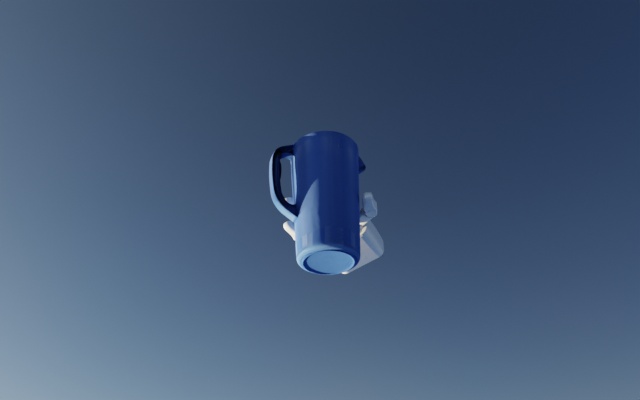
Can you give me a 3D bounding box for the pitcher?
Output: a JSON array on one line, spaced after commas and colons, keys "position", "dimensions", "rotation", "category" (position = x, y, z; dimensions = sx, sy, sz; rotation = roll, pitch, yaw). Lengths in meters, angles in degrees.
[{"position": [0.000, 0.003, 0.857], "dimensions": [0.149, 0.242, 0.145], "rotation": [-15, -37, 19], "category": "pitcher"}]
